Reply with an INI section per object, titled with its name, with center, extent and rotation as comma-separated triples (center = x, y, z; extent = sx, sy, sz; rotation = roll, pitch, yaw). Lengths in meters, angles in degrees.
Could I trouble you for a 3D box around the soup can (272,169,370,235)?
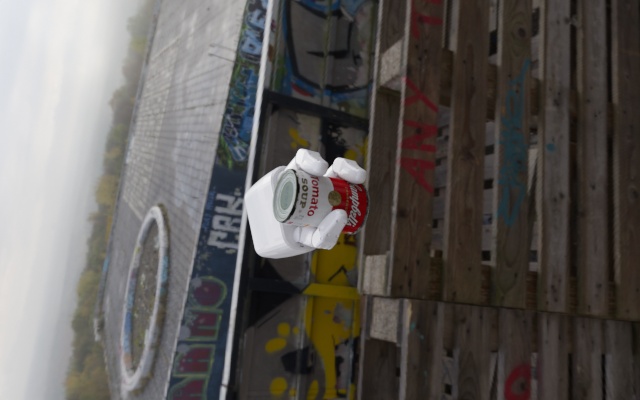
[soup can]
center = 0.000, 0.002, 0.591
extent = 0.102, 0.068, 0.068
rotation = 11, -5, -28
